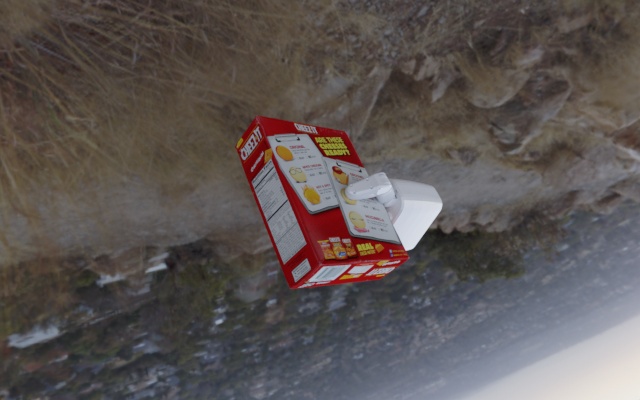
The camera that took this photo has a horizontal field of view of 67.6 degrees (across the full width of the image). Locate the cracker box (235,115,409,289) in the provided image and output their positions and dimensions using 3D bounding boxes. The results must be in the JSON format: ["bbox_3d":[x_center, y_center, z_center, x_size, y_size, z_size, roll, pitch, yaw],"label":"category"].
[{"bbox_3d":[0.000,0.002,0.618,0.164,0.213,0.072,2,-36,-44],"label":"cracker box"}]
